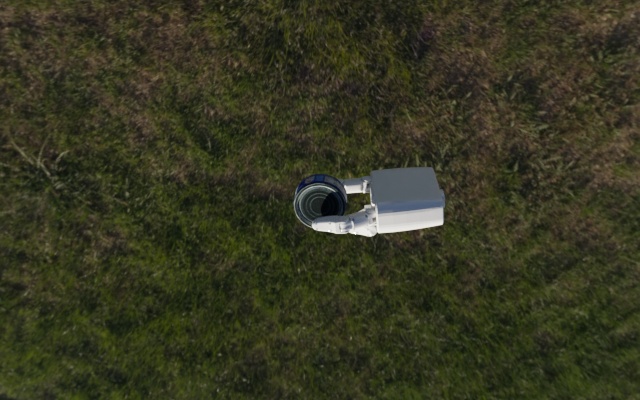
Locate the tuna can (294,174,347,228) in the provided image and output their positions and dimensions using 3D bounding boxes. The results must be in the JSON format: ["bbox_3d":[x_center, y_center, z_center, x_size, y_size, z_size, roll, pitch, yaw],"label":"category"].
[{"bbox_3d":[0.000,0.003,0.767,0.086,0.086,0.033,0,27,5],"label":"tuna can"}]
